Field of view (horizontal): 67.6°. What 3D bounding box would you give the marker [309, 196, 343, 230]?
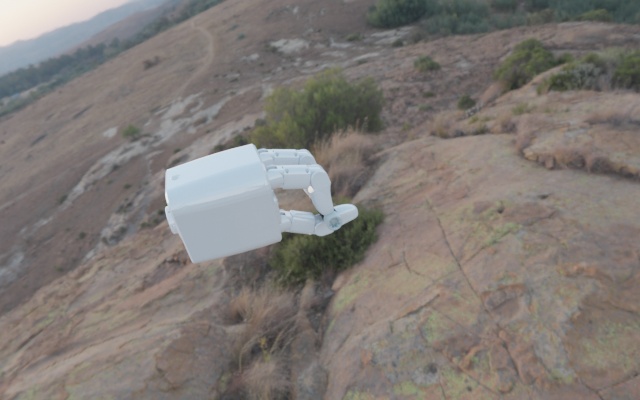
[{"bbox_3d":[0.000,0.002,0.595,0.020,0.020,0.121,0,24,-17],"label":"marker"}]
